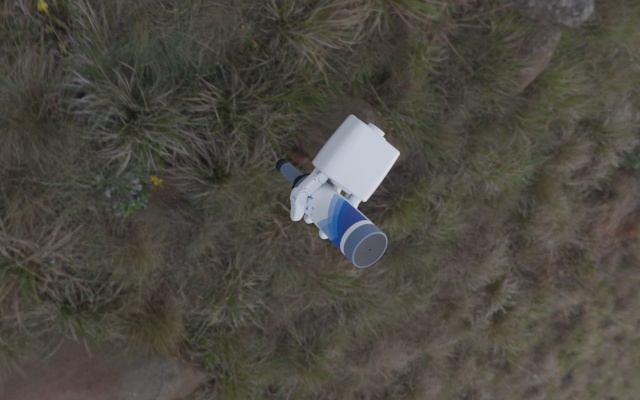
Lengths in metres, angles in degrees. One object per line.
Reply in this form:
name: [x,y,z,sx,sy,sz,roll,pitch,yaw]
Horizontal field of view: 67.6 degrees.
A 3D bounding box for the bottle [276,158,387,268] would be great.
bottle: [0.000,0.003,0.832,0.069,0.069,0.295,0,30,-37]
